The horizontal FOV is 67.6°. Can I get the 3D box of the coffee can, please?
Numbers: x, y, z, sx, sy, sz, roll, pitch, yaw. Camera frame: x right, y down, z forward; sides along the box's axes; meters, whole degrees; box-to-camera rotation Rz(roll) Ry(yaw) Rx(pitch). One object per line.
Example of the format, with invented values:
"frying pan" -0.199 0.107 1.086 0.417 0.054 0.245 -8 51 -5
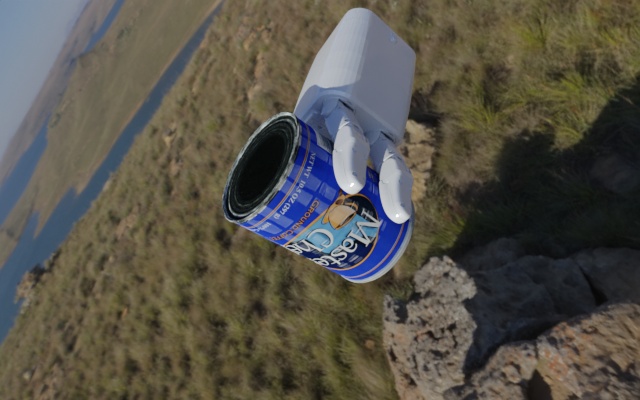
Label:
"coffee can" 0.000 0.002 0.426 0.140 0.102 0.103 30 -17 -32
